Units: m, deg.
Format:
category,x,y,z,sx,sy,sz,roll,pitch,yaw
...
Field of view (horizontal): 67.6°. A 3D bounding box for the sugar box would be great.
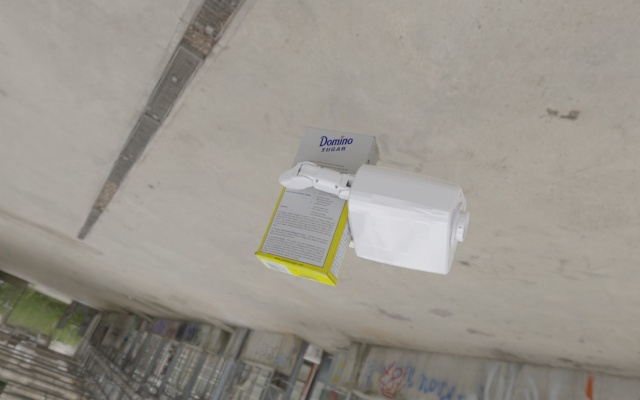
category,x,y,z,sx,sy,sz,roll,pitch,yaw
sugar box,0.000,0.002,0.560,0.093,0.176,0.048,12,-24,23
